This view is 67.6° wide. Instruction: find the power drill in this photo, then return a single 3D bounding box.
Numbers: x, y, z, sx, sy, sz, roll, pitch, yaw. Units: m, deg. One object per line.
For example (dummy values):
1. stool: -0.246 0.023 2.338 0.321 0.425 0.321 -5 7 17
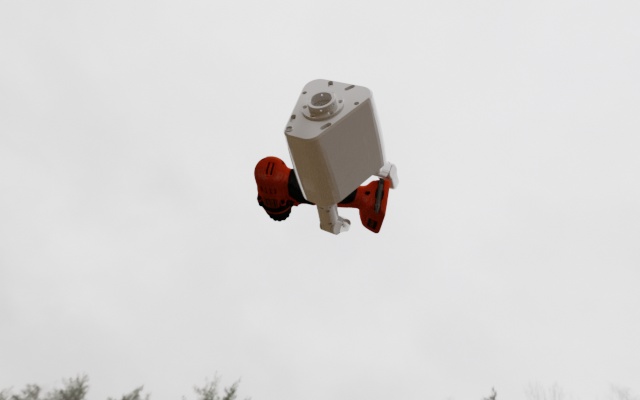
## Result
1. power drill: 0.001 0.002 0.695 0.187 0.057 0.184 8 -18 3
